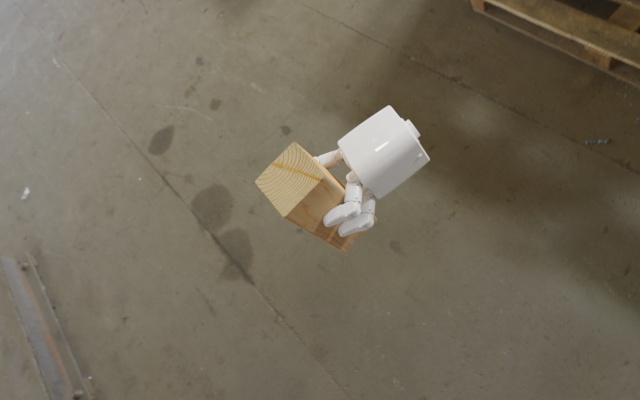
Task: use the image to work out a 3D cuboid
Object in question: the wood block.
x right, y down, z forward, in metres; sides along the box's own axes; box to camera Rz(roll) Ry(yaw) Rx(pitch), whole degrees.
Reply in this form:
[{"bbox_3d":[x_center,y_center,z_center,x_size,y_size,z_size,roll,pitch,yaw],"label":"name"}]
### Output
[{"bbox_3d":[0.000,0.002,0.787,0.090,0.090,0.206,49,7,34],"label":"wood block"}]
